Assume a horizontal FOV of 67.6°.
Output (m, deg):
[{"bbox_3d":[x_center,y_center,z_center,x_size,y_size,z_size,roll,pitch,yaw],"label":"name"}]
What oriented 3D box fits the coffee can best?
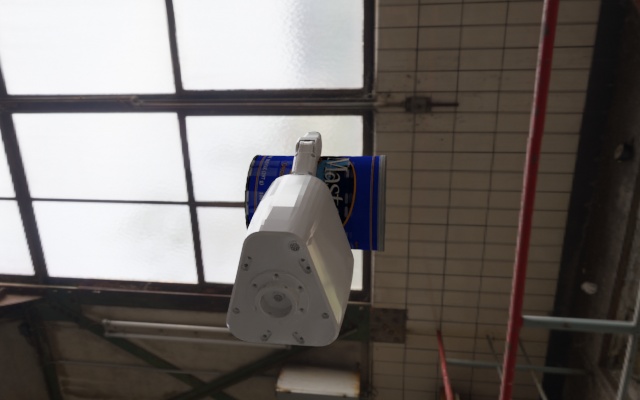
[{"bbox_3d":[0.000,0.002,0.517,0.140,0.103,0.103,1,0,8],"label":"coffee can"}]
